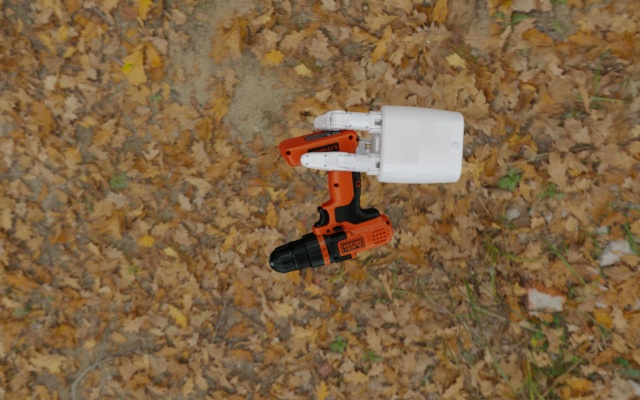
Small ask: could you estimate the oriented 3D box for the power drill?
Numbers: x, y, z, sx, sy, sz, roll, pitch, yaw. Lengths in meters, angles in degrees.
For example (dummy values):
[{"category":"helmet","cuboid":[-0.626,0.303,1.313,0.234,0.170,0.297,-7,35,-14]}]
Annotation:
[{"category":"power drill","cuboid":[0.000,0.002,0.664,0.184,0.188,0.057,-17,23,-9]}]
